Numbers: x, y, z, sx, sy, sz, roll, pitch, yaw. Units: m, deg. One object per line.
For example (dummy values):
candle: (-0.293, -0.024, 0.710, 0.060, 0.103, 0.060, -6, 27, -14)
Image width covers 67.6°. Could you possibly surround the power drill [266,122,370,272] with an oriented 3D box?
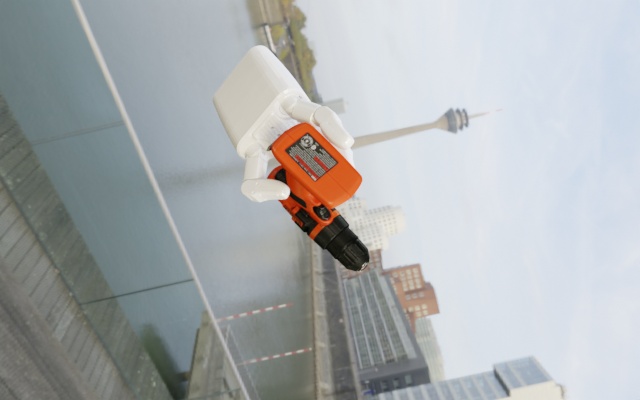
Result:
power drill: (0.000, 0.002, 0.588, 0.057, 0.184, 0.188, -42, -12, -18)
